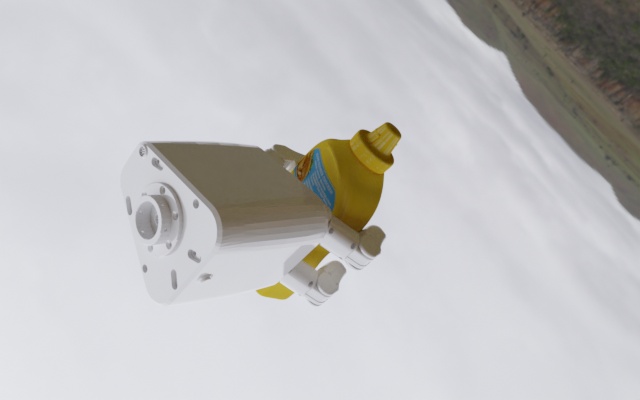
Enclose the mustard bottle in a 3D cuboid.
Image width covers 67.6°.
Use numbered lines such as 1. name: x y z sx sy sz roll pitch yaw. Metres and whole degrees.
1. mustard bottle: 0.000 0.002 0.433 0.058 0.096 0.192 21 -54 -36
